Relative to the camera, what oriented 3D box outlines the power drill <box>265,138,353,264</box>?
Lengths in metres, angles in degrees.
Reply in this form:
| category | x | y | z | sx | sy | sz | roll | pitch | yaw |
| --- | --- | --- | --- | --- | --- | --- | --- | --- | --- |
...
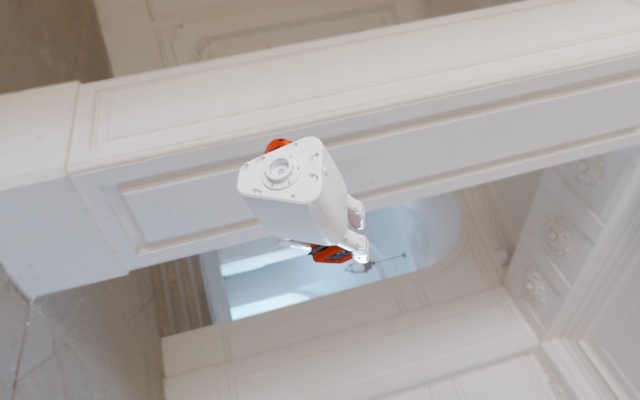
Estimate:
| category | x | y | z | sx | sy | sz | roll | pitch | yaw |
| --- | --- | --- | --- | --- | --- | --- | --- | --- | --- |
| power drill | 0.000 | 0.003 | 0.725 | 0.057 | 0.187 | 0.184 | -33 | -20 | 19 |
